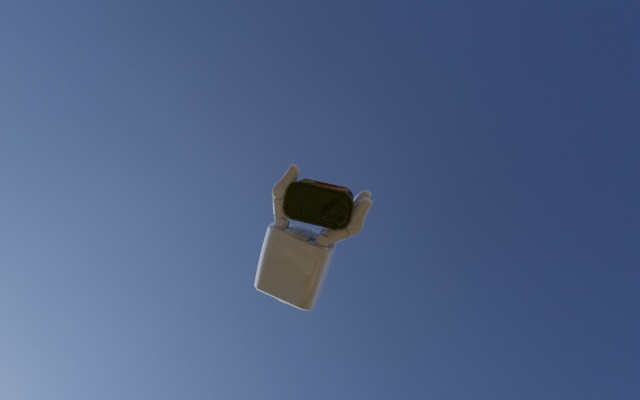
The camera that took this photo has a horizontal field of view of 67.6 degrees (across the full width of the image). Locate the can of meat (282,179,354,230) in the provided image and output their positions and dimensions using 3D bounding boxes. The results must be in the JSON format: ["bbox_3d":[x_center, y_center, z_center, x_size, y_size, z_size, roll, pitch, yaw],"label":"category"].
[{"bbox_3d":[0.000,0.002,0.722,0.102,0.057,0.084,13,9,4],"label":"can of meat"}]
